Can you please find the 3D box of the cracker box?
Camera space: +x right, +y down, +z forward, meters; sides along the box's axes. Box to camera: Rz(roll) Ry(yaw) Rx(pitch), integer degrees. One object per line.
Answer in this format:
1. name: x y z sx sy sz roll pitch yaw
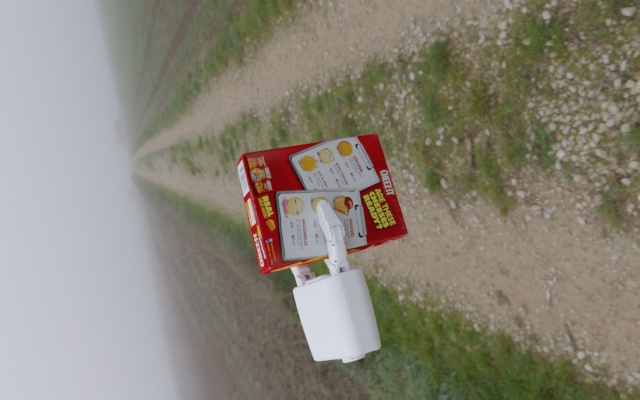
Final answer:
1. cracker box: 0.000 0.002 0.695 0.213 0.164 0.072 -11 -11 -22
